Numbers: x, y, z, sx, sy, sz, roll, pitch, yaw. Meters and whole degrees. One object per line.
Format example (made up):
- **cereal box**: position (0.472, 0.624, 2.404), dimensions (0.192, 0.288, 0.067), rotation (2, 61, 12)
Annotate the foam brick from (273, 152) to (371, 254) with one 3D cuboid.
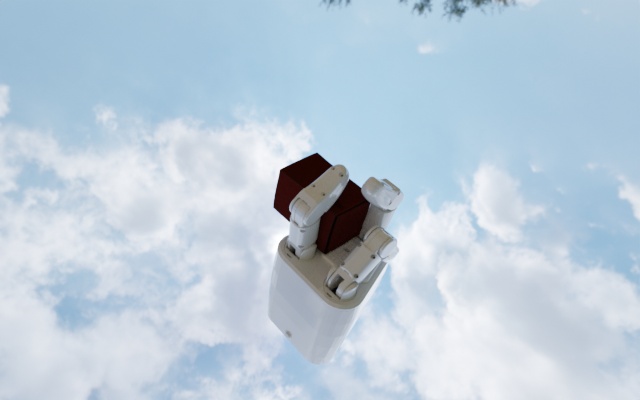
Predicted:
- **foam brick**: position (0.000, 0.001, 0.458), dimensions (0.053, 0.051, 0.078), rotation (-26, 56, -37)
